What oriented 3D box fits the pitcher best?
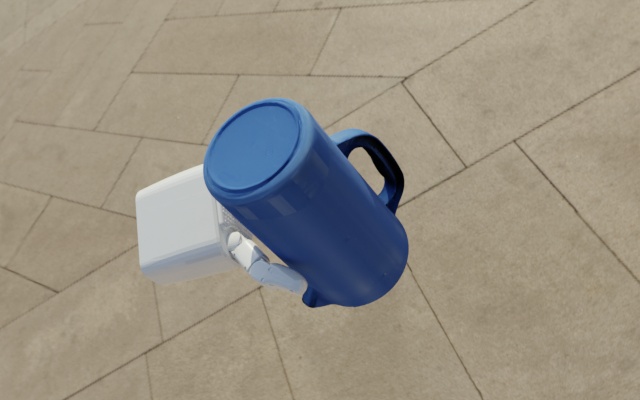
[{"bbox_3d":[0.000,0.002,0.488,0.145,0.149,0.243,-14,-34,20],"label":"pitcher"}]
